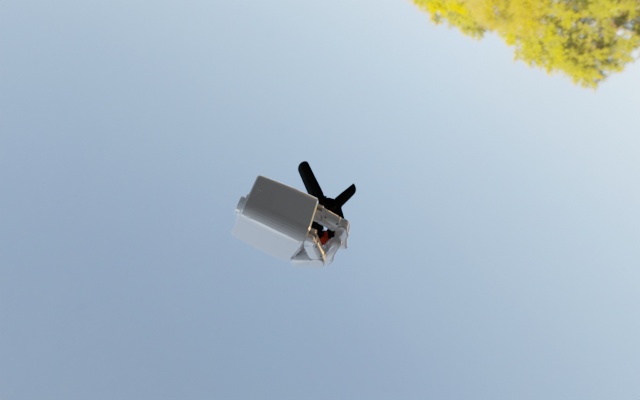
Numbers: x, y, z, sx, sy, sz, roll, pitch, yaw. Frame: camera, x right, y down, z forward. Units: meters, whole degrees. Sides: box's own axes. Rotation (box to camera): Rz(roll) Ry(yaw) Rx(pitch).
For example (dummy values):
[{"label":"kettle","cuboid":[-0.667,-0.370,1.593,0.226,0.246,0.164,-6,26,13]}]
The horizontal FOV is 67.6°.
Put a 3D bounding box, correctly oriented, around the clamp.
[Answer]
[{"label":"clamp","cuboid":[0.000,0.003,0.843,0.120,0.039,0.171,26,41,-8]}]
